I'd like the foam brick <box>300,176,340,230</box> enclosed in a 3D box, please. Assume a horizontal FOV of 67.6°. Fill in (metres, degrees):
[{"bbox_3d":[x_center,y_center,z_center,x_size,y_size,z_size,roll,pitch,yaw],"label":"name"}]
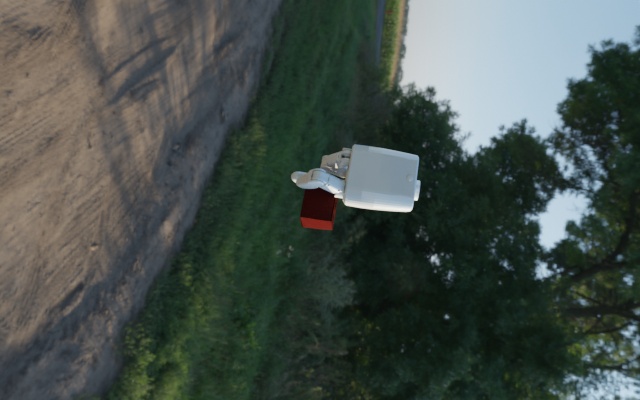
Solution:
[{"bbox_3d":[0.000,0.003,0.765,0.051,0.078,0.053,9,-18,5],"label":"foam brick"}]
